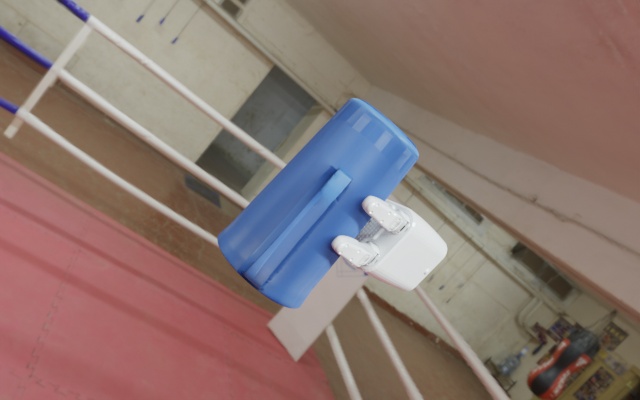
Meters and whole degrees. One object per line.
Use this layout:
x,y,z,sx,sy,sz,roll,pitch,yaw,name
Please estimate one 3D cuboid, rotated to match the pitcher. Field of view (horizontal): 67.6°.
0.000,0.002,0.565,0.145,0.243,0.149,35,9,-44,pitcher
